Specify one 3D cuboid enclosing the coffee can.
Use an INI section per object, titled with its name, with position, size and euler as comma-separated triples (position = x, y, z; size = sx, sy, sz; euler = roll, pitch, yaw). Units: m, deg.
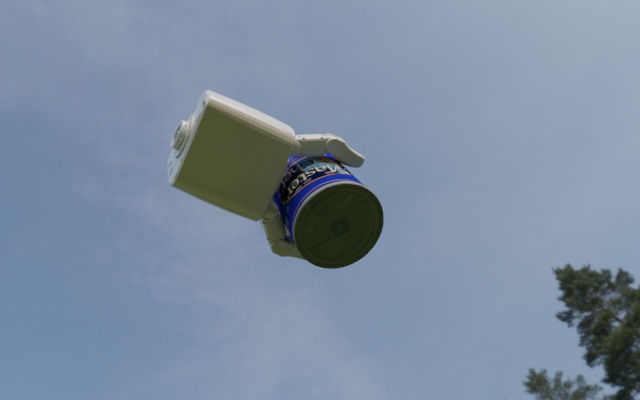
[coffee can]
position = 0.000, 0.002, 0.570
size = 0.103, 0.103, 0.140
euler = 0, 23, -19
